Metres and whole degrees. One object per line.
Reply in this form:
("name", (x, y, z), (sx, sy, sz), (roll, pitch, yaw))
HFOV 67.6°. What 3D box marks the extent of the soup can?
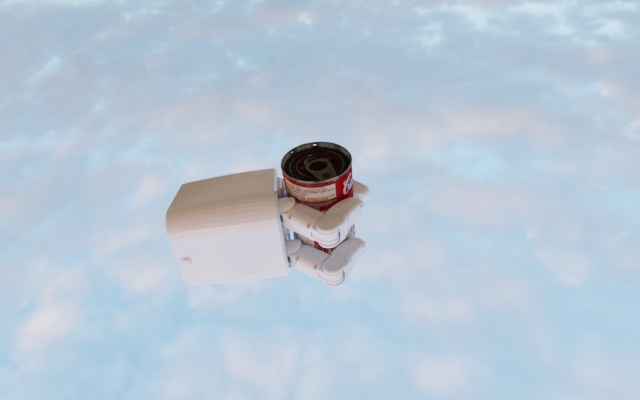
("soup can", (0.001, 0.002, 0.482), (0.068, 0.102, 0.068), (-4, 39, 3))
